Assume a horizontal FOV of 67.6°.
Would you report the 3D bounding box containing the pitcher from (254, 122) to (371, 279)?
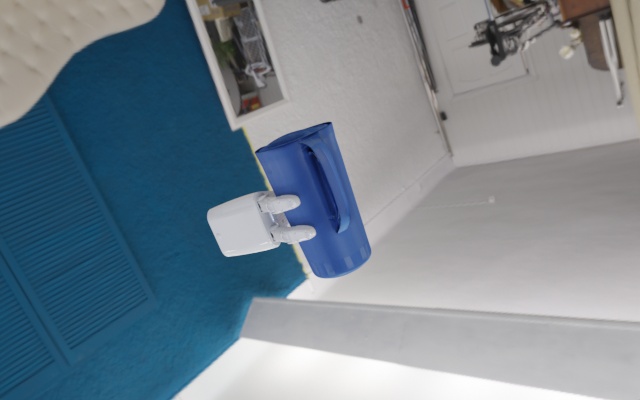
[{"bbox_3d":[0.000,0.003,0.780,0.145,0.243,0.149,-16,15,25],"label":"pitcher"}]
